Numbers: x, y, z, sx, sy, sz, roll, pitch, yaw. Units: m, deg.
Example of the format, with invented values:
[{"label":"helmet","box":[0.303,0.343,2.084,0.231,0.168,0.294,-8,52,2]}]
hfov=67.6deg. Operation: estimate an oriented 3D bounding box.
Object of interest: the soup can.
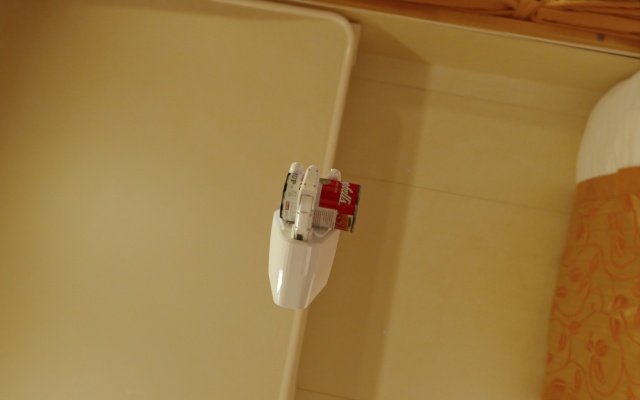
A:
[{"label":"soup can","box":[0.000,0.002,0.658,0.102,0.068,0.068,11,0,2]}]
